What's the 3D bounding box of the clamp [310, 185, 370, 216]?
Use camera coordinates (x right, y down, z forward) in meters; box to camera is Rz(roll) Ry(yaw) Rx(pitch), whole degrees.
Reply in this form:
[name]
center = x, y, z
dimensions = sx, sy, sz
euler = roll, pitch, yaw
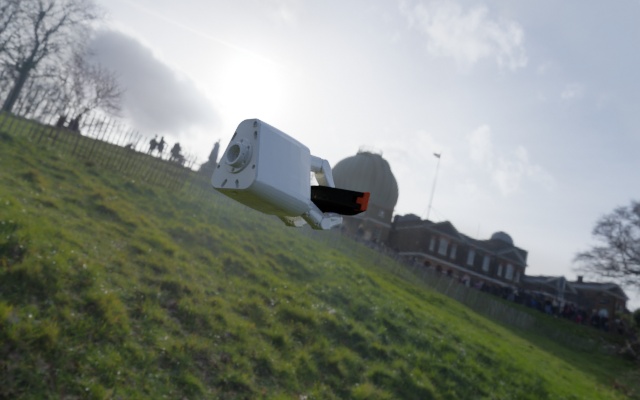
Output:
[clamp]
center = 0.001, 0.002, 0.764
dimensions = 0.210, 0.036, 0.164
euler = 4, -14, 40
